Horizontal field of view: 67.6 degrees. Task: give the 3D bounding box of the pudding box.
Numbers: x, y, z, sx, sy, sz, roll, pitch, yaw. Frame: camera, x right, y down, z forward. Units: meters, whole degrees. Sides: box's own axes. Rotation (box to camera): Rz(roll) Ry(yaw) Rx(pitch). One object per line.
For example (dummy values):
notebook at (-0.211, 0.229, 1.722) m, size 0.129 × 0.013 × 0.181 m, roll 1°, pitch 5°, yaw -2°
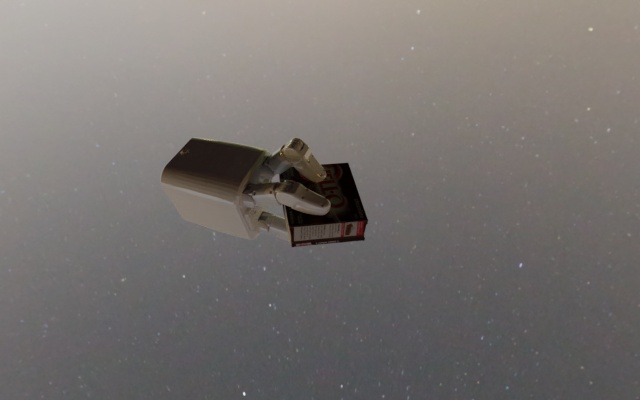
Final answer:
pudding box at (0.000, 0.002, 0.573) m, size 0.090 × 0.039 × 0.113 m, roll -5°, pitch 43°, yaw -8°
